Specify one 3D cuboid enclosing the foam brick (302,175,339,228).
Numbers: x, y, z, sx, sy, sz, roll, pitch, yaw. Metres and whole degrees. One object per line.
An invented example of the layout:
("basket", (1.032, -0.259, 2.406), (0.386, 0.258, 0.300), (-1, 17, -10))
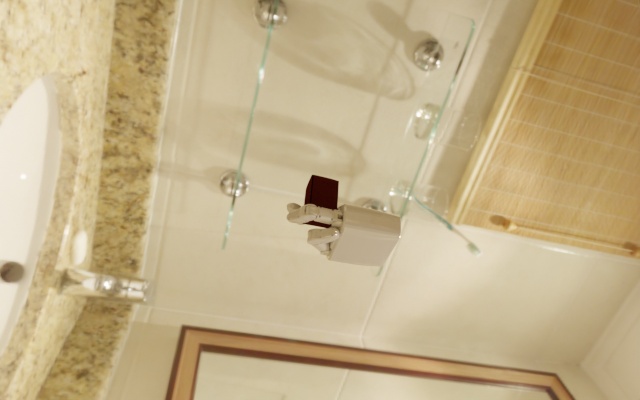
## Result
("foam brick", (0.000, 0.002, 0.860), (0.051, 0.078, 0.053), (10, -28, -11))
